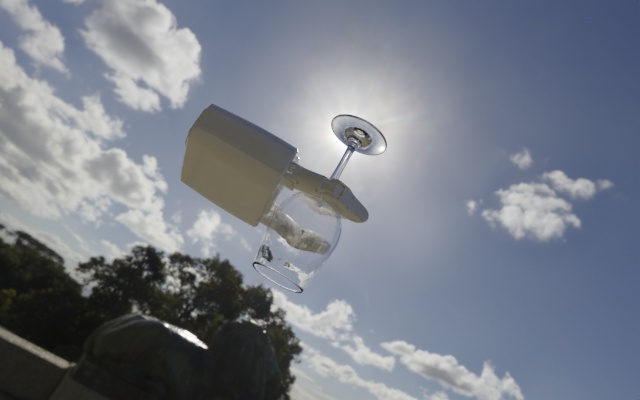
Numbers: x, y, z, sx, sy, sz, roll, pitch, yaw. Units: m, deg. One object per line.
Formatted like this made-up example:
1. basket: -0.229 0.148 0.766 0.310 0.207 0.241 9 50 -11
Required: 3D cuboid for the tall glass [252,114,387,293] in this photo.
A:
1. tall glass: 0.001 0.001 0.539 0.079 0.201 0.079 25 -22 11
